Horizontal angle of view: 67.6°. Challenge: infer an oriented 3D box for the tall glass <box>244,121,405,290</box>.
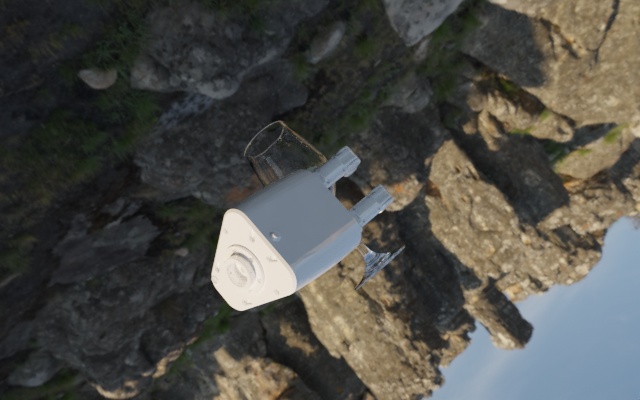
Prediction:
[{"bbox_3d":[0.001,0.002,0.542,0.079,0.201,0.079,-41,-9,-8],"label":"tall glass"}]
